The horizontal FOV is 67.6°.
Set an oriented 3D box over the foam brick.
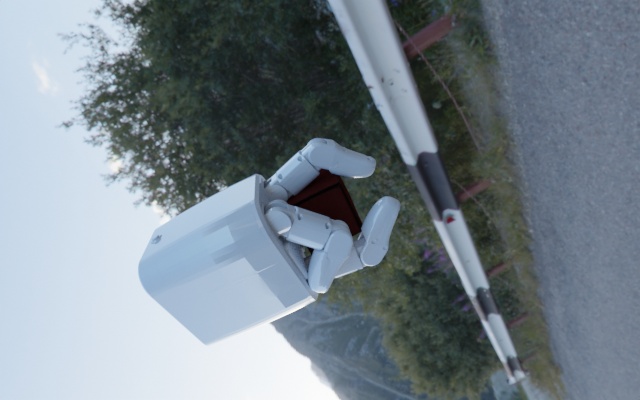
[{"bbox_3d":[0.000,0.001,0.432,0.051,0.053,0.078,-27,23,5],"label":"foam brick"}]
